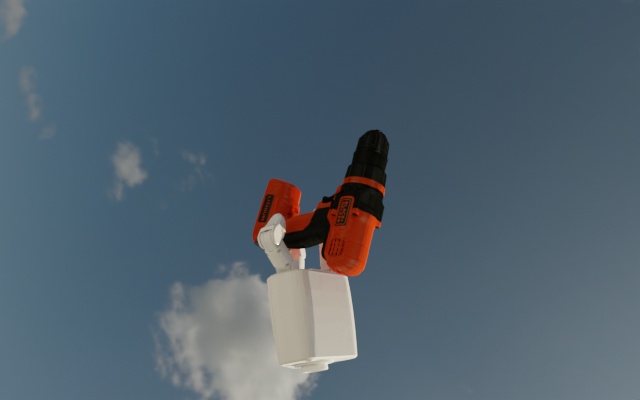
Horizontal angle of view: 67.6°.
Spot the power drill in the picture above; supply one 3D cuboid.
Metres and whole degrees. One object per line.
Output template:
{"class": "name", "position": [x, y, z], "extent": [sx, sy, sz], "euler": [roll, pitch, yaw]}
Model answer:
{"class": "power drill", "position": [0.000, 0.002, 0.617], "extent": [0.187, 0.184, 0.057], "euler": [-6, -29, 47]}
